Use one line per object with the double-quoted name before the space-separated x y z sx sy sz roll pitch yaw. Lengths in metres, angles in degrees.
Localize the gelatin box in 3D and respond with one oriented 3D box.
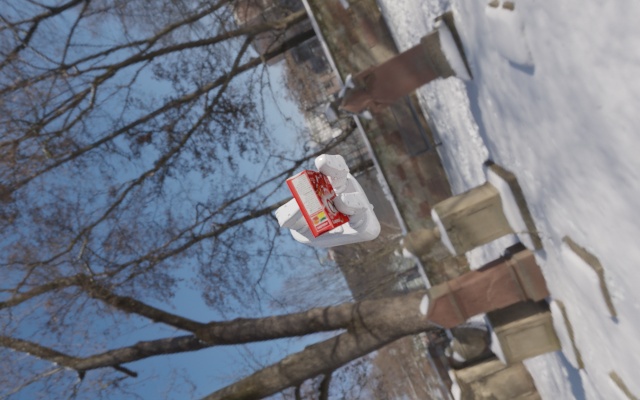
"gelatin box" 0.000 0.002 0.569 0.030 0.073 0.089 -28 -5 15
